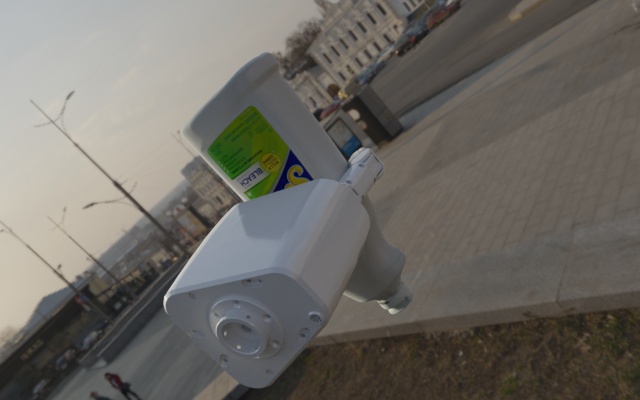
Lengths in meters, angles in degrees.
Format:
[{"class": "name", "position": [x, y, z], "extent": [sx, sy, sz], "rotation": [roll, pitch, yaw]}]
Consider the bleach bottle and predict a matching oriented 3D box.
[{"class": "bleach bottle", "position": [0.000, 0.001, 0.421], "extent": [0.102, 0.251, 0.068], "rotation": [-35, 14, 31]}]
